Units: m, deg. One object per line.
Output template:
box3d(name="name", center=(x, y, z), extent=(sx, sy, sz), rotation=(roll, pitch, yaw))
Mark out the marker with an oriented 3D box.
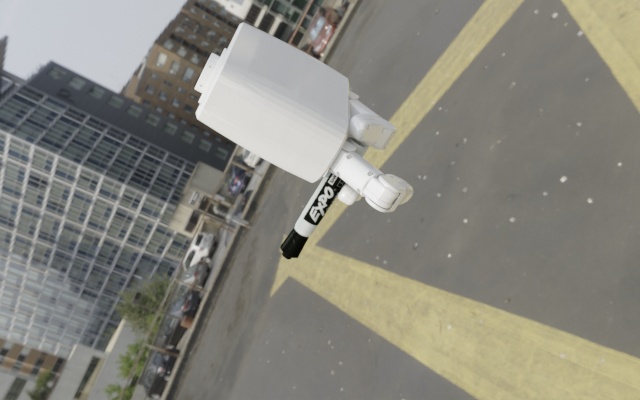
box3d(name="marker", center=(0.000, 0.001, 0.408), extent=(0.020, 0.121, 0.020), rotation=(29, 18, -11))
